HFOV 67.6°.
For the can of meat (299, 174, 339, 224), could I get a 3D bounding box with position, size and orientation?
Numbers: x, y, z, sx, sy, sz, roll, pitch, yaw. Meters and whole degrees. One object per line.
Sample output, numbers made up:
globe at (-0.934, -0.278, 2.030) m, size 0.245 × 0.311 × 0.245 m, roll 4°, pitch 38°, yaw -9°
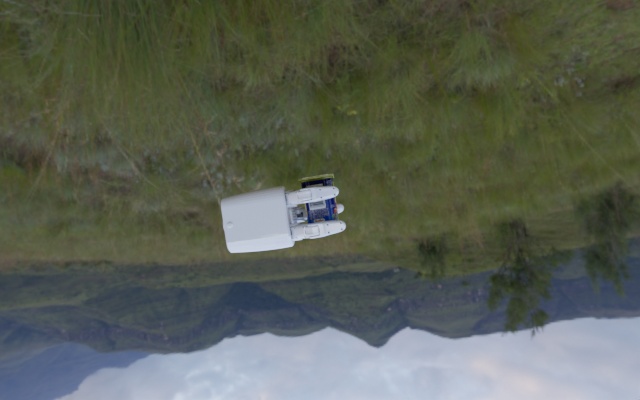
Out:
can of meat at (0.000, 0.003, 0.799) m, size 0.057 × 0.084 × 0.102 m, roll -9°, pitch -1°, yaw 2°
